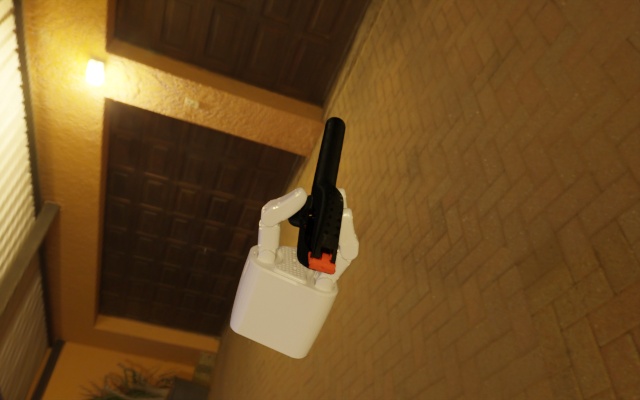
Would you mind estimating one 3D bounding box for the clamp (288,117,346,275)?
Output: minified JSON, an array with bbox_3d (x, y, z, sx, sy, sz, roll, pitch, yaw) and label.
[{"bbox_3d":[-0.001,0.002,0.547,0.036,0.165,0.210,16,23,-13],"label":"clamp"}]
